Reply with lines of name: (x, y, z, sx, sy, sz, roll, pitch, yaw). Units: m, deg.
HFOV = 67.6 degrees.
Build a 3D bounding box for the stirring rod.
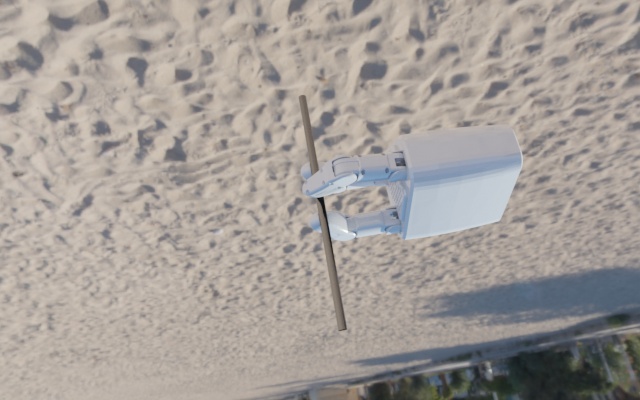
stirring rod: (0.000, 0.001, 0.455, 0.011, 0.239, 0.011, -8, -22, -3)
